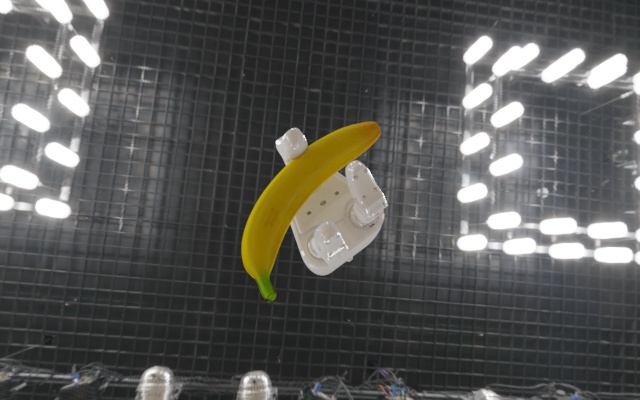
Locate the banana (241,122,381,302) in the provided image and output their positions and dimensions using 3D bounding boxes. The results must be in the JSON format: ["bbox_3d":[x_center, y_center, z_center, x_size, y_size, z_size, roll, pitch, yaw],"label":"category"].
[{"bbox_3d":[-0.018,-0.004,0.444,0.069,0.197,0.037,26,-19,19],"label":"banana"}]
